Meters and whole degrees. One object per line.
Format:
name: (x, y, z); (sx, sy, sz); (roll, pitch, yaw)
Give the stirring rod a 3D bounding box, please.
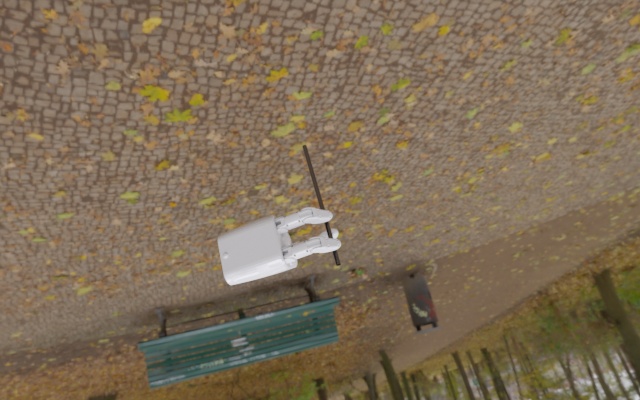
stirring rod: (0.000, 0.003, 0.851); (0.011, 0.239, 0.011); (-13, -24, -6)
